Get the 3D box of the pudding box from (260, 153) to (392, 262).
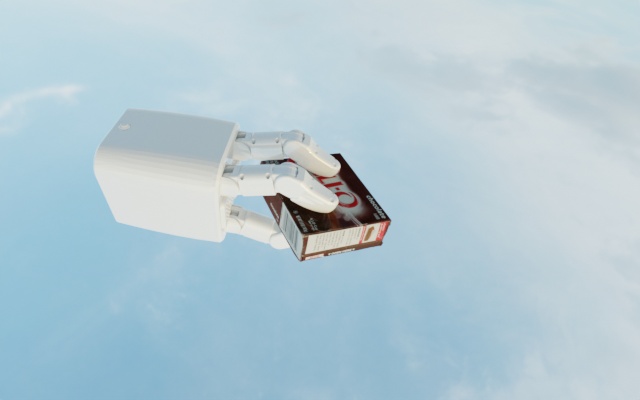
[{"bbox_3d":[0.000,0.002,0.458,0.090,0.039,0.113,-9,45,-25],"label":"pudding box"}]
